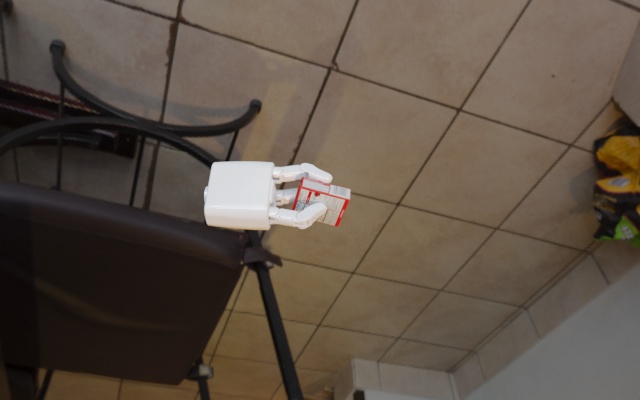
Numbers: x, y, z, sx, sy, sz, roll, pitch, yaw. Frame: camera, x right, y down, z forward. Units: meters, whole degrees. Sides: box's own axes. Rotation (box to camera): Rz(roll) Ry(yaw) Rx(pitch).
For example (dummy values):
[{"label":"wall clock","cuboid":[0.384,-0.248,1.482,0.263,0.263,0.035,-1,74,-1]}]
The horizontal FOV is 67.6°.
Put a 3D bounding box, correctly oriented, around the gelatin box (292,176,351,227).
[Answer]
[{"label":"gelatin box","cuboid":[0.000,0.003,0.824,0.089,0.030,0.073,15,-46,-5]}]
